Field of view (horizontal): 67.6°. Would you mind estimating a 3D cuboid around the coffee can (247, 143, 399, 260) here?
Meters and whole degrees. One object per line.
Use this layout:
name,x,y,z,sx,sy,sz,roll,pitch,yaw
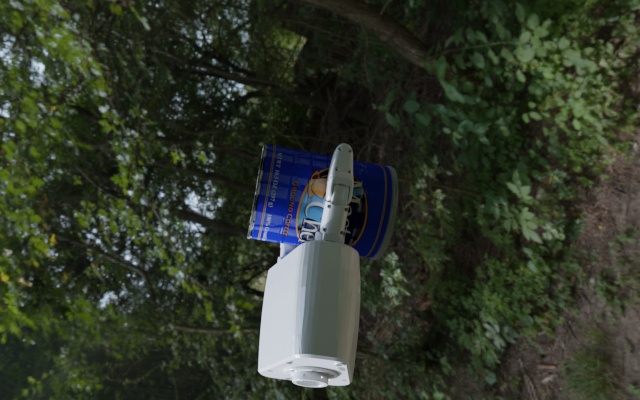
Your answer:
coffee can,0.000,0.002,0.510,0.140,0.103,0.103,10,-1,-8
